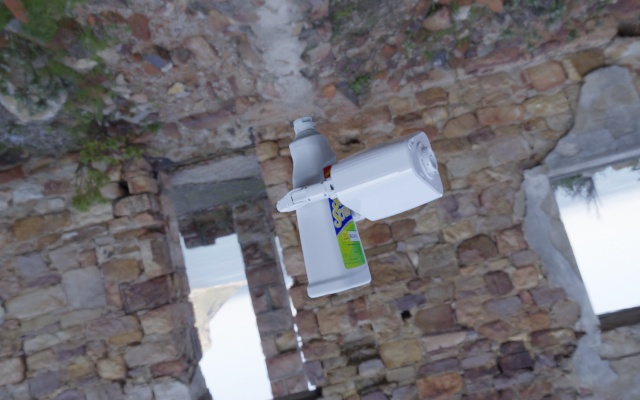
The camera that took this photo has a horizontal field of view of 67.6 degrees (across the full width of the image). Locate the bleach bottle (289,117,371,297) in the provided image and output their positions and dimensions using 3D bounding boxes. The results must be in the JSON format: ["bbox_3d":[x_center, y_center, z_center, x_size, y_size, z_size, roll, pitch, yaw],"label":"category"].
[{"bbox_3d":[0.000,0.002,0.675,0.068,0.250,0.102,-19,-10,29],"label":"bleach bottle"}]
